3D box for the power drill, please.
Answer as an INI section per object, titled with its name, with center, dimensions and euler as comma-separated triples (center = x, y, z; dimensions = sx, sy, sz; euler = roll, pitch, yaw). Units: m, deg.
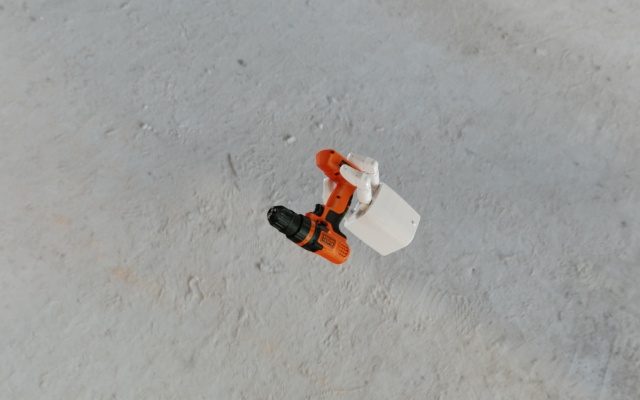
[power drill]
center = 0.001, 0.003, 0.878
dimensions = 0.184, 0.187, 0.057
euler = 35, -25, -33
